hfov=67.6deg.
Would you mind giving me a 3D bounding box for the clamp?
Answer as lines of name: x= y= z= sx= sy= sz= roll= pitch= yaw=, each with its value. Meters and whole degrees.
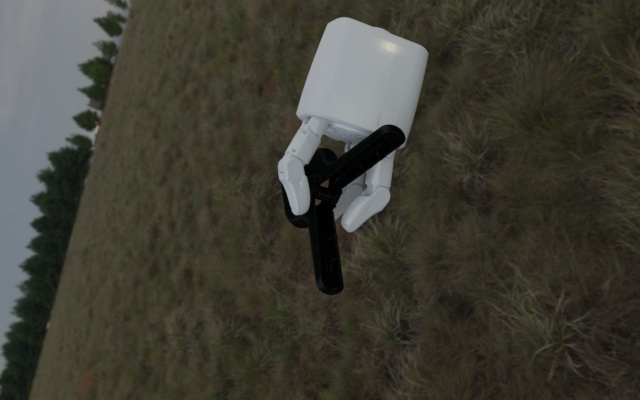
clamp: x=-0.001 y=0.001 z=0.509 sx=0.036 sy=0.164 sz=0.210 roll=23 pitch=-5 yaw=-26
